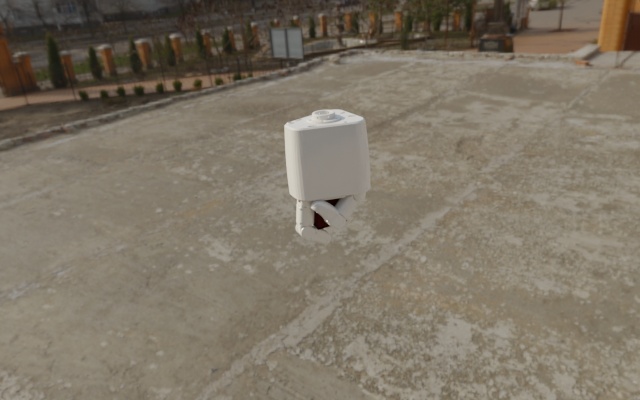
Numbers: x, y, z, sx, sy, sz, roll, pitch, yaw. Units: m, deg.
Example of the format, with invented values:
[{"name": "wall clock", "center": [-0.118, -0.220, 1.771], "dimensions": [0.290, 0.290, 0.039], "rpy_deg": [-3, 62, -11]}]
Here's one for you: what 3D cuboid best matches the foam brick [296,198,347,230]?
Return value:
[{"name": "foam brick", "center": [0.000, 0.002, 0.739], "dimensions": [0.053, 0.051, 0.078], "rpy_deg": [-16, 26, -23]}]
